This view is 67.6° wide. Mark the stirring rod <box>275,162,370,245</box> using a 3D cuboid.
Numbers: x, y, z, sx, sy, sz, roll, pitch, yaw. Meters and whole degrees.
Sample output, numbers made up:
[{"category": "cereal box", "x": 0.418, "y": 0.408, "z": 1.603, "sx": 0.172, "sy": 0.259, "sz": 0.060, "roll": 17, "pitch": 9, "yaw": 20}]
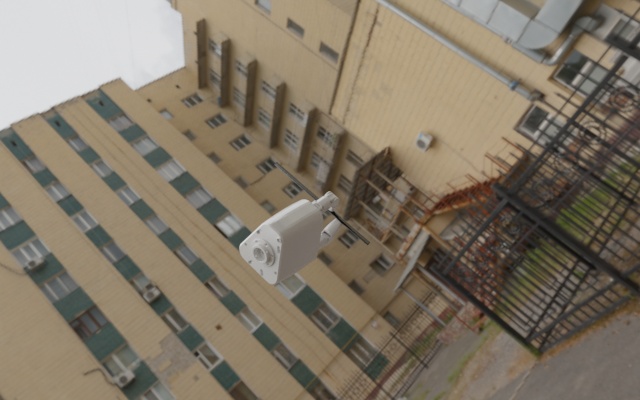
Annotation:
[{"category": "stirring rod", "x": 0.000, "y": 0.003, "z": 0.899, "sx": 0.239, "sy": 0.011, "sz": 0.011, "roll": 41, "pitch": 14, "yaw": 17}]
